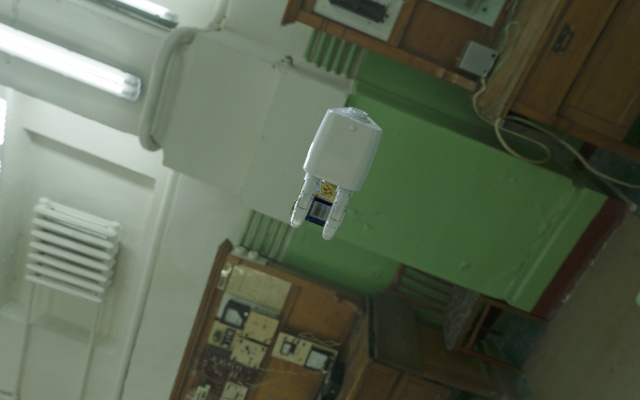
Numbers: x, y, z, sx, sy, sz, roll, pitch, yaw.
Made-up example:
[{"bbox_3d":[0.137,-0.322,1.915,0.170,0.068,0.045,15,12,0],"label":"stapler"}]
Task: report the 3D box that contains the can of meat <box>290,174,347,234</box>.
[{"bbox_3d":[0.000,0.003,0.816,0.084,0.057,0.102,21,23,-2],"label":"can of meat"}]
